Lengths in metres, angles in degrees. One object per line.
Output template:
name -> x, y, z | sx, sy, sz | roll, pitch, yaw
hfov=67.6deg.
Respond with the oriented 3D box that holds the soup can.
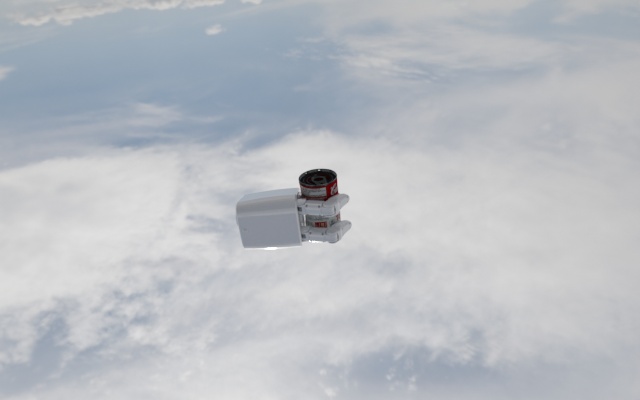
soup can -> 0.001, 0.003, 0.852 | 0.068, 0.102, 0.068 | -5, 28, 3
